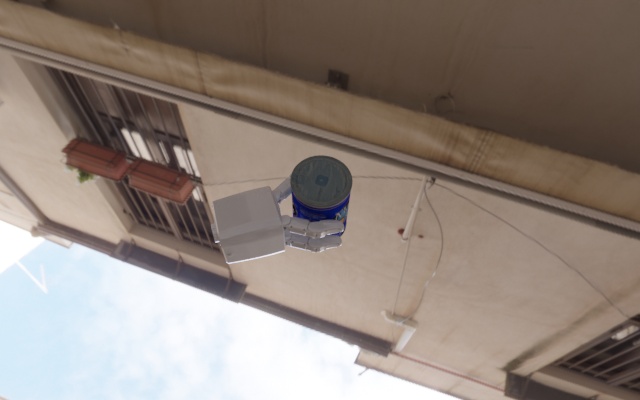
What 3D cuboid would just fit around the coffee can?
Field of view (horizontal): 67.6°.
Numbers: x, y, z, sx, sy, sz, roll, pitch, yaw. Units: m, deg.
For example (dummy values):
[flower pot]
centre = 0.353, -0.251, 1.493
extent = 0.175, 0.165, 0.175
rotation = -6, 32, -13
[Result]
[coffee can]
centre = 0.000, 0.003, 0.842
extent = 0.103, 0.102, 0.140
rotation = 0, -32, -1
